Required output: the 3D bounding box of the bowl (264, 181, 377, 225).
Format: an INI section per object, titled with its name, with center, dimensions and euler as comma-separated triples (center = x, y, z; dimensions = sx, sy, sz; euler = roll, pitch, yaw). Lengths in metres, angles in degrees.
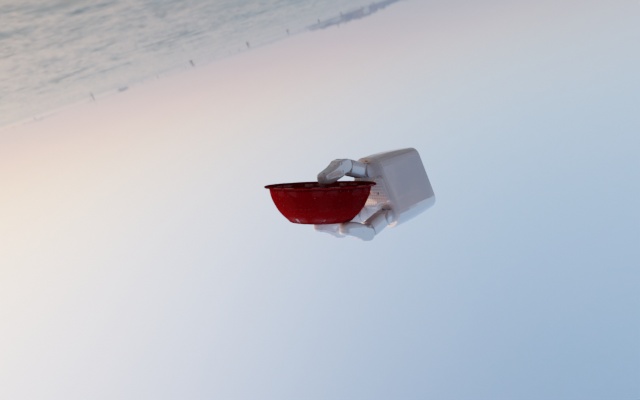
[bowl]
center = -0.001, 0.003, 0.689
dimensions = 0.162, 0.055, 0.162
euler = -1, 5, 0
